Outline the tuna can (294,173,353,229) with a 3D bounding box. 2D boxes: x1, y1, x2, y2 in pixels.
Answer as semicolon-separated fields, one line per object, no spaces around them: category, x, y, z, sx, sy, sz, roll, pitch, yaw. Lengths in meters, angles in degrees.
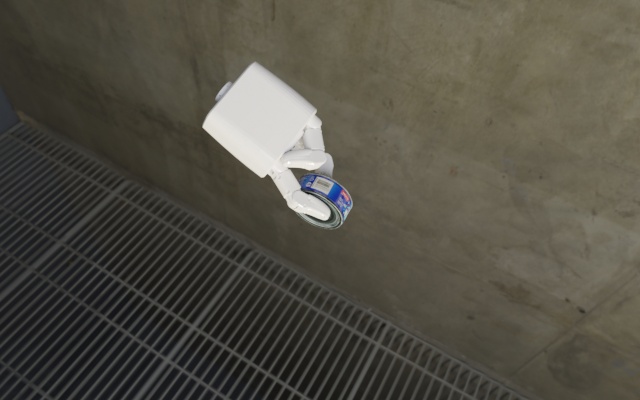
tuna can;0.000;0.003;0.678;0.086;0.033;0.086;21;-33;14
